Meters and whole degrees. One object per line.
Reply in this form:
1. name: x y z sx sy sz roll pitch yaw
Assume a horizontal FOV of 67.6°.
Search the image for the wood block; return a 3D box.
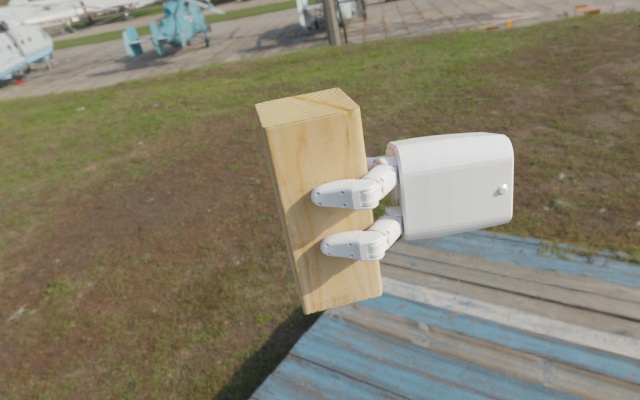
1. wood block: 0.000 0.001 0.495 0.090 0.206 0.090 -13 27 -6
